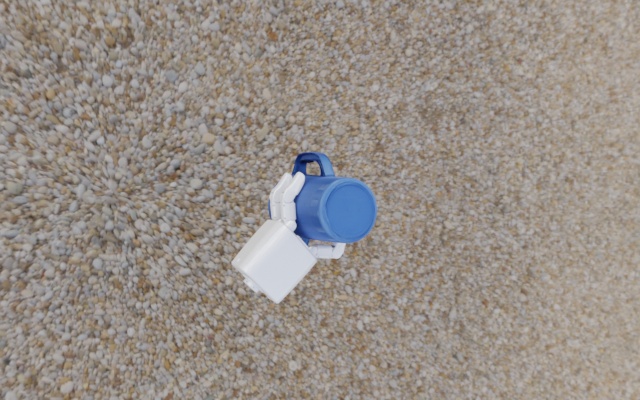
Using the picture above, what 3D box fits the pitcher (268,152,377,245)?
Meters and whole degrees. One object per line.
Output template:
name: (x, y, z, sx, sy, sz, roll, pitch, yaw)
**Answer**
pitcher: (0.000, 0.003, 0.876, 0.149, 0.145, 0.243, 47, -16, -17)
